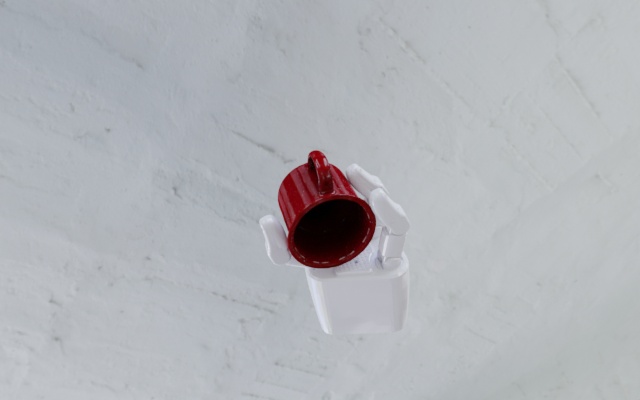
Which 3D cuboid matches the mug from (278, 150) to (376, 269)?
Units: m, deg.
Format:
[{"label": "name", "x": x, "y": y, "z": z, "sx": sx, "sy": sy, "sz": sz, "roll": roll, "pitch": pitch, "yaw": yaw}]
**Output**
[{"label": "mug", "x": 0.000, "y": 0.000, "z": 0.500, "sx": 0.093, "sy": 0.117, "sz": 0.081, "roll": -14, "pitch": 37, "yaw": -9}]
